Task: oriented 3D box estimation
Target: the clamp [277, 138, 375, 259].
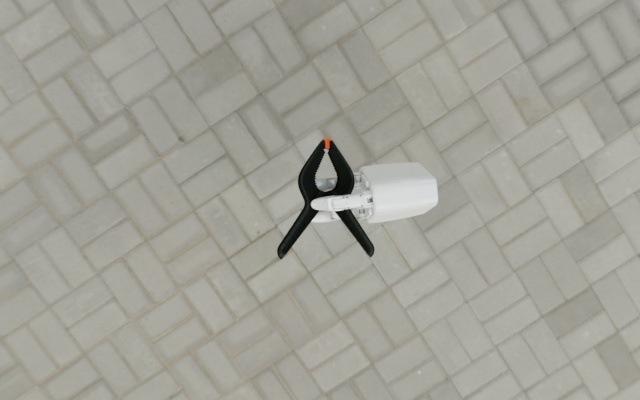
[{"bbox_3d":[0.000,0.002,0.797,0.164,0.210,0.036,-7,5,-7],"label":"clamp"}]
